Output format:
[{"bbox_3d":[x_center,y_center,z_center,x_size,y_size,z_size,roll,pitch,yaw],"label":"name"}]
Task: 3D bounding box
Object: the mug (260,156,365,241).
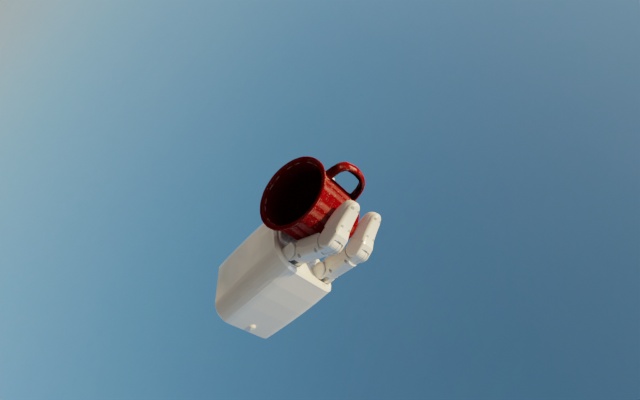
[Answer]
[{"bbox_3d":[0.001,0.001,0.548,0.081,0.117,0.093,38,17,-41],"label":"mug"}]
